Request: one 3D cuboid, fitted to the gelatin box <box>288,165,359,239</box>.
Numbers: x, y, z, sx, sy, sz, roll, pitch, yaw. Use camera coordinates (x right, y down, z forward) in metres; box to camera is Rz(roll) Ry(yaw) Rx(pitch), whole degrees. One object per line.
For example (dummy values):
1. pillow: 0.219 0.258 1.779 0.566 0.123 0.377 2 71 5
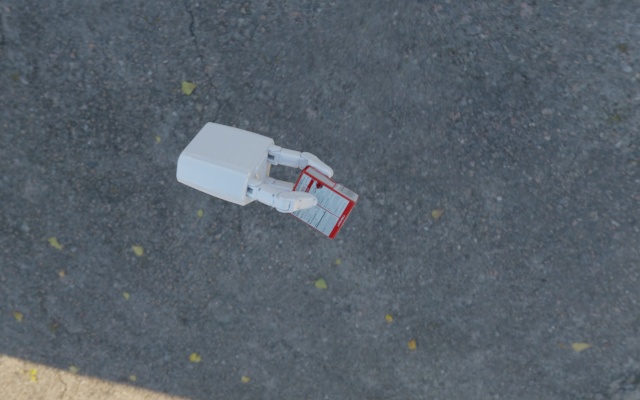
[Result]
1. gelatin box: 0.000 0.003 0.694 0.089 0.073 0.030 32 29 4
